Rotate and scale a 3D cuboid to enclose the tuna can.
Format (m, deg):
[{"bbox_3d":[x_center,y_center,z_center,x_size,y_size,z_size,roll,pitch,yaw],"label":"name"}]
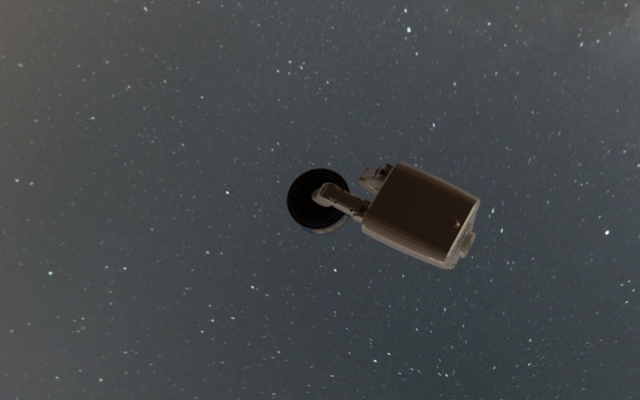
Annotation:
[{"bbox_3d":[0.000,0.002,0.645,0.086,0.086,0.034,0,-20,13],"label":"tuna can"}]
